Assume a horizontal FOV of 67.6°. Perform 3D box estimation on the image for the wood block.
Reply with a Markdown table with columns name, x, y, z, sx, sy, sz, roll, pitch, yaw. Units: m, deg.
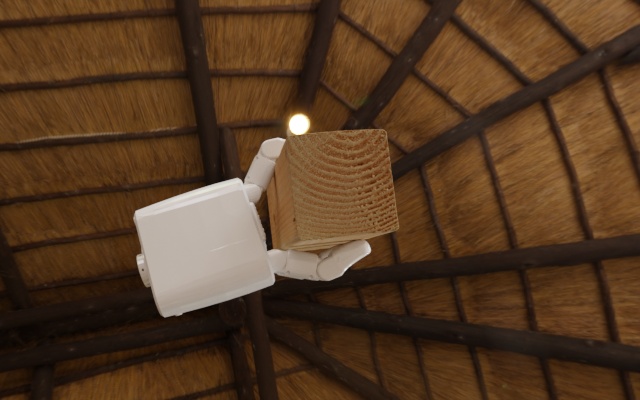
| name | x | y | z | sx | sy | sz | roll | pitch | yaw |
| --- | --- | --- | --- | --- | --- | --- | --- | --- | --- |
| wood block | 0.000 | 0.001 | 0.496 | 0.090 | 0.091 | 0.206 | -6 | -8 | -12 |
